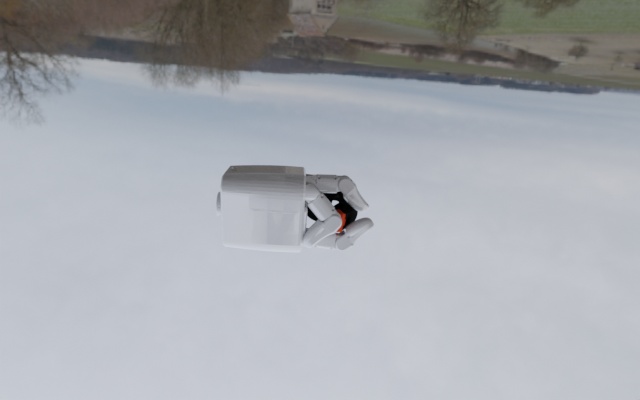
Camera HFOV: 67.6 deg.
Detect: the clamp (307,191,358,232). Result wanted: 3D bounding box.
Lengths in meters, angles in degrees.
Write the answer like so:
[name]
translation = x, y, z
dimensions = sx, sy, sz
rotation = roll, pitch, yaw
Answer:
[clamp]
translation = 0.000, 0.003, 0.716
dimensions = 0.120, 0.039, 0.171
rotation = 3, 14, -3
